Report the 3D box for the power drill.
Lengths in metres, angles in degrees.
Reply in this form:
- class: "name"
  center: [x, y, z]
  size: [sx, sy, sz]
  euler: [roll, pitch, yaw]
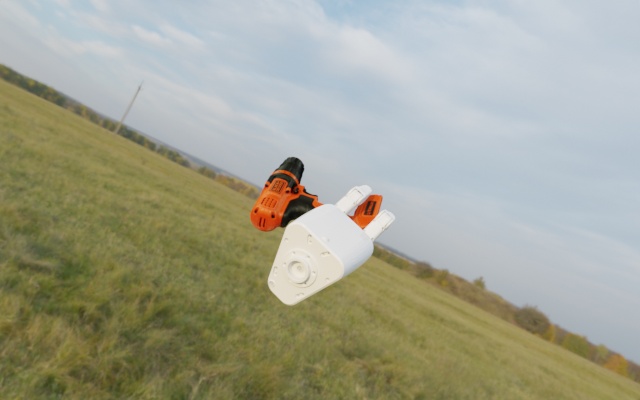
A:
- class: "power drill"
  center: [0.001, 0.003, 0.760]
  size: [0.187, 0.057, 0.184]
  euler: [15, 38, 6]
